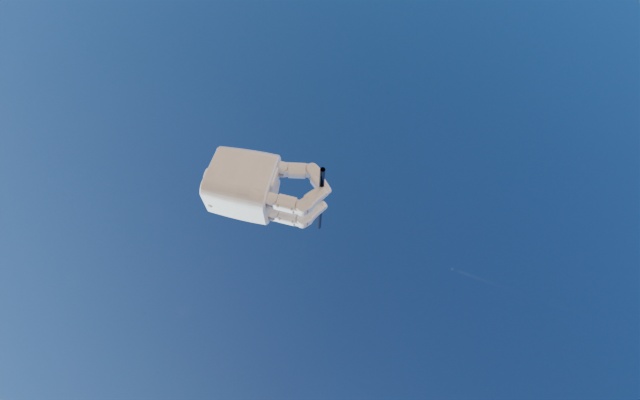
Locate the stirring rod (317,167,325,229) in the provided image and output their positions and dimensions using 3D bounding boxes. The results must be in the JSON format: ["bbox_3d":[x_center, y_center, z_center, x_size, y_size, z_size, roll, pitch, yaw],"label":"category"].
[{"bbox_3d":[0.000,0.003,0.812,0.011,0.011,0.240,0,-24,-2],"label":"stirring rod"}]
